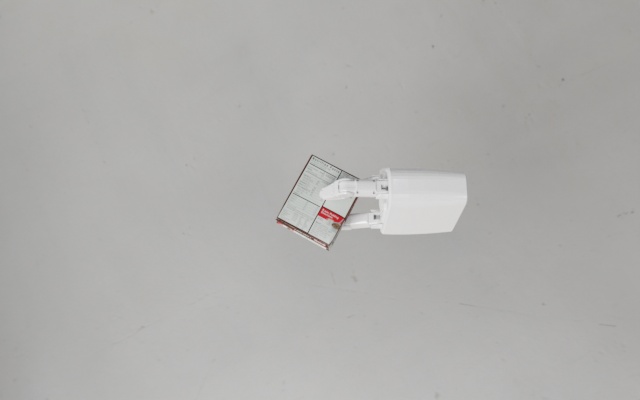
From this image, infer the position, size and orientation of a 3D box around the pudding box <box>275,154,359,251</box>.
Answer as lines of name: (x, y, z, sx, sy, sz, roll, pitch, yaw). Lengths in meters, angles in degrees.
pudding box: (0.000, 0.002, 0.694, 0.090, 0.113, 0.039, 28, -14, 6)
